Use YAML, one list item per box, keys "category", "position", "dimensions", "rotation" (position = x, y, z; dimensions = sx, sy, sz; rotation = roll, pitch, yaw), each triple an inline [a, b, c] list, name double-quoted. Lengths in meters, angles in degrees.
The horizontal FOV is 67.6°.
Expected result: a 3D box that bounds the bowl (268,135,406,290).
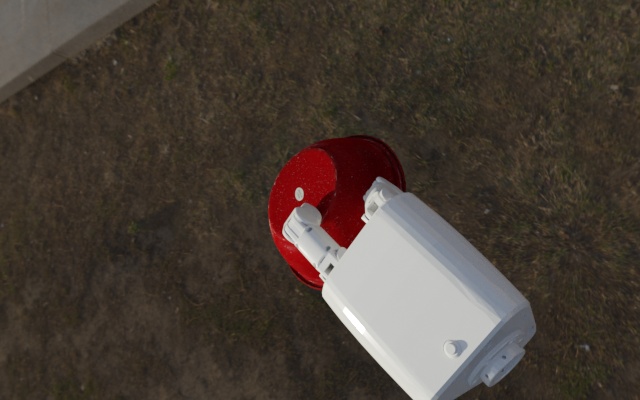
- category: "bowl"
  position: [-0.001, 0.001, 0.460]
  dimensions: [0.162, 0.162, 0.055]
  rotation: [0, -18, 46]
